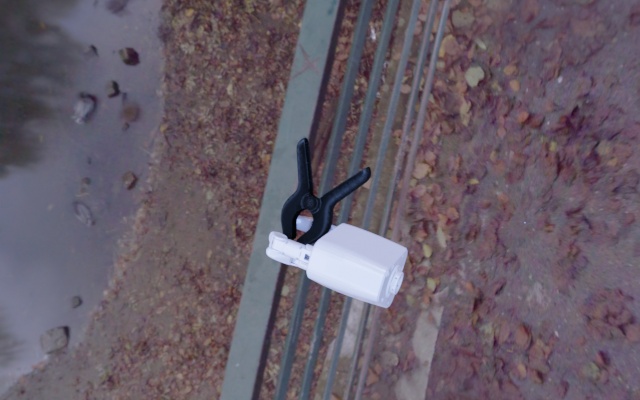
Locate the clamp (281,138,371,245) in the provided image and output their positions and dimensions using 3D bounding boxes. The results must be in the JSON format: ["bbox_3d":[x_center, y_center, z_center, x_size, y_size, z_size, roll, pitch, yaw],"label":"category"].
[{"bbox_3d":[0.000,0.002,0.707,0.120,0.171,0.039,18,5,22],"label":"clamp"}]
